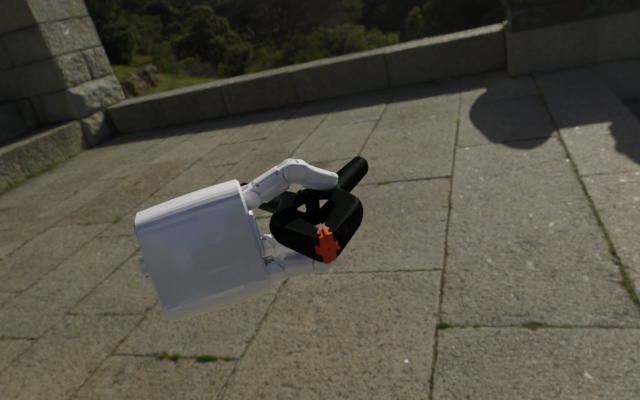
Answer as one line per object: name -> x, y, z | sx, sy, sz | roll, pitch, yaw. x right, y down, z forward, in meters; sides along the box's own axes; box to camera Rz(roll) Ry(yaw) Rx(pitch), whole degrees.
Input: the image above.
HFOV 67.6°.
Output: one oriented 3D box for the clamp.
clamp -> 0.000, 0.001, 0.508 | 0.164, 0.036, 0.210 | -17, 23, -10
